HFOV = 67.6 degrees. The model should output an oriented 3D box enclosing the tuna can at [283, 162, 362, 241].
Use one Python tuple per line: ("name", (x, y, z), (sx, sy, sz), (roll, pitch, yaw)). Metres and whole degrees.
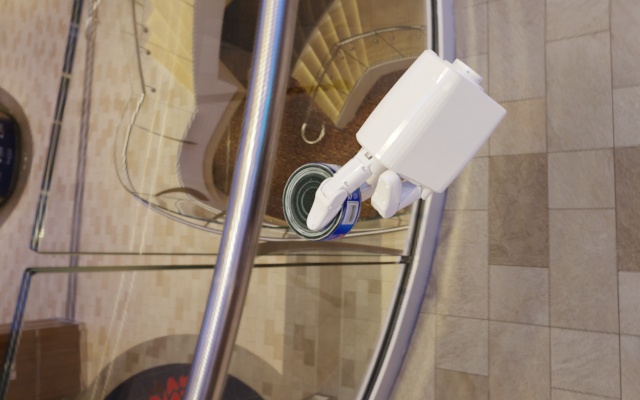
("tuna can", (0.000, 0.002, 0.521), (0.086, 0.086, 0.034), (0, -1, 37))
